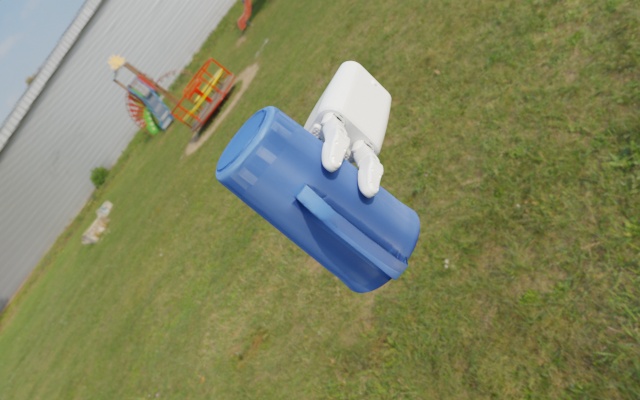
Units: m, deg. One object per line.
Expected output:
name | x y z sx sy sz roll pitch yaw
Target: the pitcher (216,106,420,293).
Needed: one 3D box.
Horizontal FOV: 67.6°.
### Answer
pitcher | 0.000 0.002 0.580 0.243 0.145 0.149 38 -39 -22
